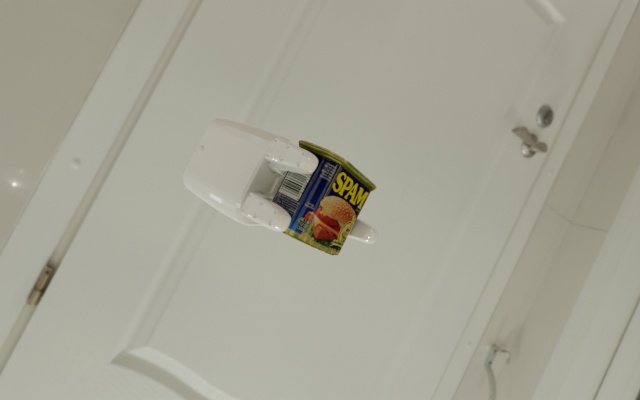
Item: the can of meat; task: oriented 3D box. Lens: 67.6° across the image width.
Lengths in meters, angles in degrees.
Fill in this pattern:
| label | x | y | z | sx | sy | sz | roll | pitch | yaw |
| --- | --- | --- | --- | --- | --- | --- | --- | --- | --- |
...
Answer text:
| label | x | y | z | sx | sy | sz | roll | pitch | yaw |
| --- | --- | --- | --- | --- | --- | --- | --- | --- | --- |
| can of meat | 0.000 | 0.002 | 0.466 | 0.057 | 0.084 | 0.102 | 26 | -4 | 32 |
